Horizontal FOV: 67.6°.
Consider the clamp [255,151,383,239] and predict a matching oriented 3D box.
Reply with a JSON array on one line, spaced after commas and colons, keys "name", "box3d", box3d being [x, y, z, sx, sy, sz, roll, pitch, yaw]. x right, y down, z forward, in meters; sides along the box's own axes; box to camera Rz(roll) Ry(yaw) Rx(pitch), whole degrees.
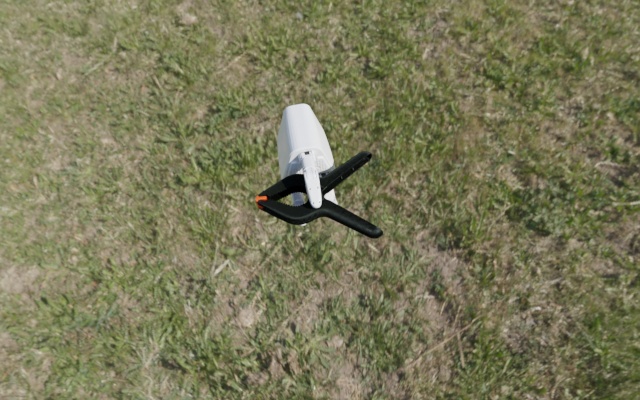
[{"name": "clamp", "box3d": [0.000, 0.002, 0.789, 0.210, 0.164, 0.036, -11, -31, -3]}]
